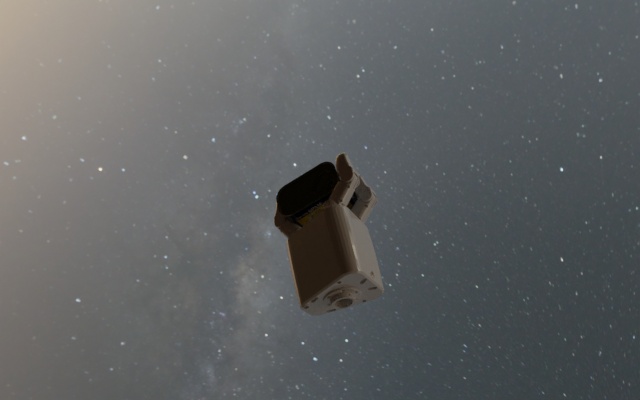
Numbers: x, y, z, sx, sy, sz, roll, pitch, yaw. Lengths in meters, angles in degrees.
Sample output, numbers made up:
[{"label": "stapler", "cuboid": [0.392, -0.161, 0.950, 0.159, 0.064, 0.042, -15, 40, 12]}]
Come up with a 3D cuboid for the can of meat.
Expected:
[{"label": "can of meat", "cuboid": [0.000, 0.002, 0.715, 0.102, 0.057, 0.084, -31, -42, 15]}]
